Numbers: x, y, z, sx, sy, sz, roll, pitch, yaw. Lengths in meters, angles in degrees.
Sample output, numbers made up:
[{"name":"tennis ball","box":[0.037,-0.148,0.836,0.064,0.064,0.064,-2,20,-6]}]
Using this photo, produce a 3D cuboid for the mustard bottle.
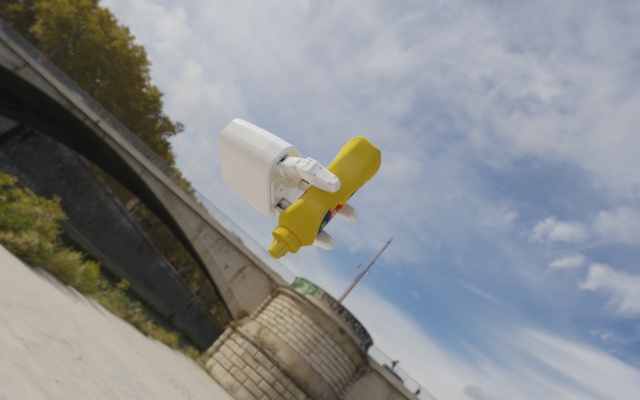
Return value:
[{"name":"mustard bottle","box":[0.001,0.002,0.632,0.058,0.191,0.096,42,-21,3]}]
